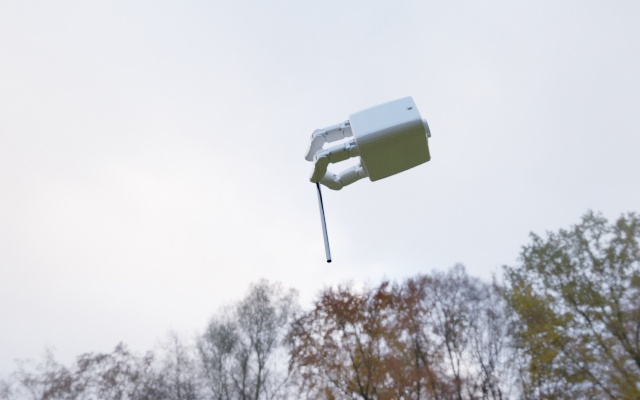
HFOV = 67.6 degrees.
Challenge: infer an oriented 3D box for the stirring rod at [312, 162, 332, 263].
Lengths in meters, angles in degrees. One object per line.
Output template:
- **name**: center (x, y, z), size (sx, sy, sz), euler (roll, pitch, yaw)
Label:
- **stirring rod**: center (0.000, 0.002, 0.735), size (0.011, 0.011, 0.239), euler (0, 42, -8)
